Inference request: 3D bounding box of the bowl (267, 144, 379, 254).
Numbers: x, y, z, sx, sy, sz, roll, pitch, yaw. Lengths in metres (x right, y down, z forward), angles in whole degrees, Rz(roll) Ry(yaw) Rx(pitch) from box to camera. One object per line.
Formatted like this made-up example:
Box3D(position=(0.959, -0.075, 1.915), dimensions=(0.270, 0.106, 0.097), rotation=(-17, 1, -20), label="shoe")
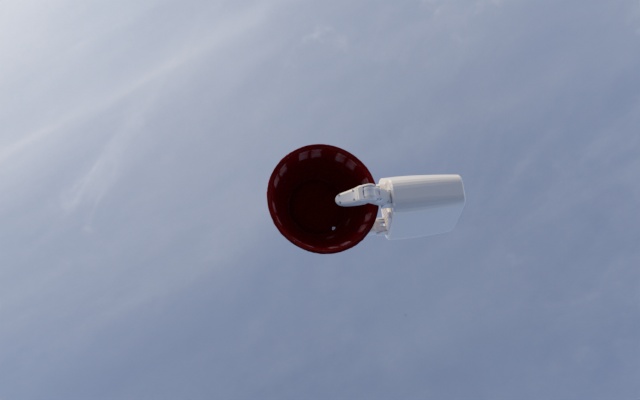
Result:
Box3D(position=(-0.001, 0.002, 0.696), dimensions=(0.162, 0.162, 0.055), rotation=(0, -15, -12), label="bowl")
